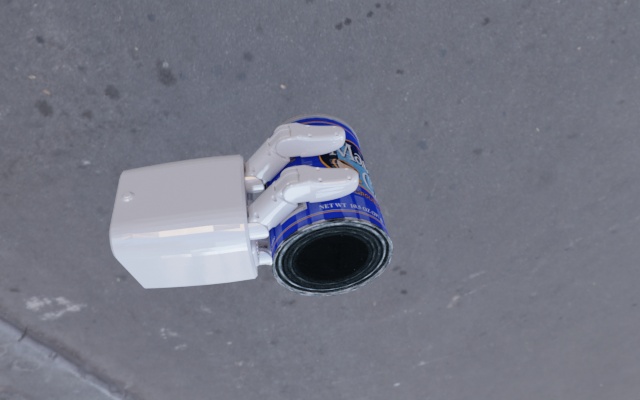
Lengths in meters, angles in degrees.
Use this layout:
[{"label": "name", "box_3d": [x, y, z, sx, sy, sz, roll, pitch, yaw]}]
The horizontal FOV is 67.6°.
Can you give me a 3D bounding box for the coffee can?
[{"label": "coffee can", "box_3d": [0.000, 0.001, 0.443, 0.103, 0.140, 0.103, -6, -44, -6]}]
